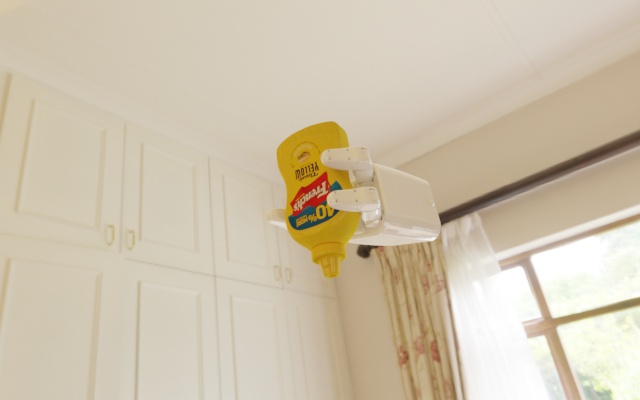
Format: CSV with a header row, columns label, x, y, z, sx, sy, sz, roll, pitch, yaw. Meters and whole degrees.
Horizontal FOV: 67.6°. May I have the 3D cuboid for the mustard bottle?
label,x,y,z,sx,sy,sz,roll,pitch,yaw
mustard bottle,0.000,0.002,0.587,0.096,0.191,0.058,-21,-29,23
